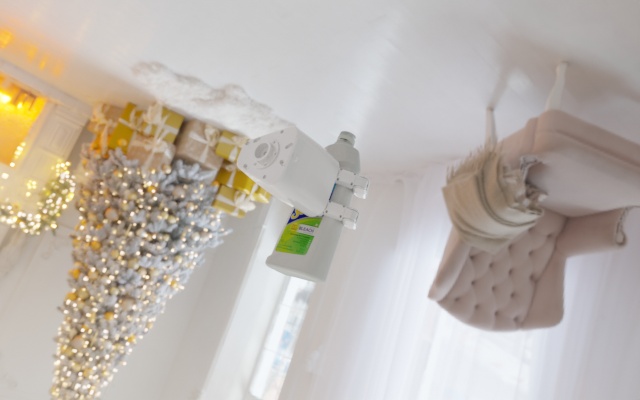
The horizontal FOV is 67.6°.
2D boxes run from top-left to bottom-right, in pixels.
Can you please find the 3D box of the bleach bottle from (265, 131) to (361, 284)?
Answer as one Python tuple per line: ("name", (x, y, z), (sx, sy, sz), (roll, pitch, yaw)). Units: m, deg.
("bleach bottle", (0.000, 0.003, 0.777), (0.102, 0.250, 0.068), (6, -21, 38))
